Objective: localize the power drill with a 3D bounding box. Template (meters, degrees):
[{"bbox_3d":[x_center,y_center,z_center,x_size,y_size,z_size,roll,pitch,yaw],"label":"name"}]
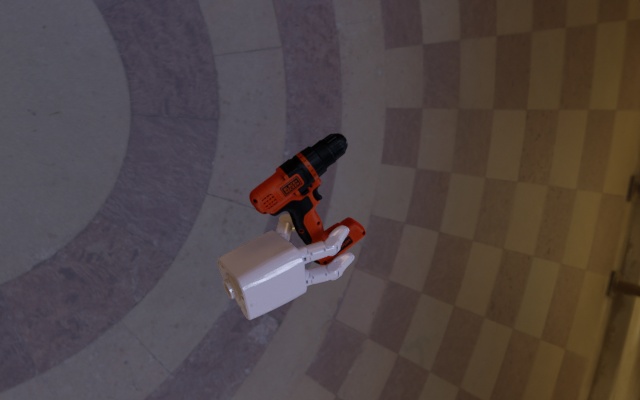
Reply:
[{"bbox_3d":[0.000,0.003,0.799,0.184,0.188,0.057,-36,27,-3],"label":"power drill"}]
